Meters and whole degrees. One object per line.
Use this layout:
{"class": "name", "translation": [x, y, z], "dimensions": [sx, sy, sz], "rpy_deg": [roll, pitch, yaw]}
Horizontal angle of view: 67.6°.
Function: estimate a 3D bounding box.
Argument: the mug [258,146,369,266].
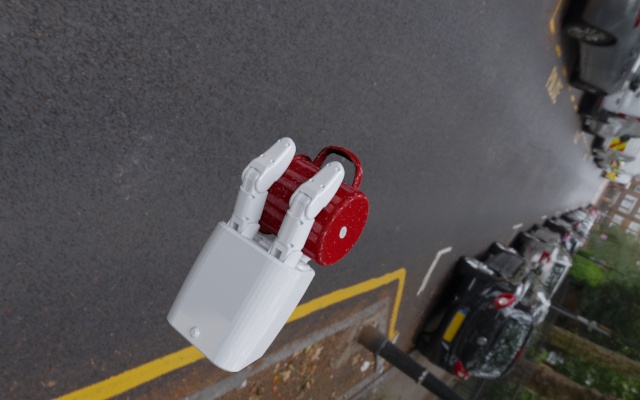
{"class": "mug", "translation": [0.001, 0.000, 0.476], "dimensions": [0.081, 0.117, 0.093], "rpy_deg": [30, -1, 28]}
